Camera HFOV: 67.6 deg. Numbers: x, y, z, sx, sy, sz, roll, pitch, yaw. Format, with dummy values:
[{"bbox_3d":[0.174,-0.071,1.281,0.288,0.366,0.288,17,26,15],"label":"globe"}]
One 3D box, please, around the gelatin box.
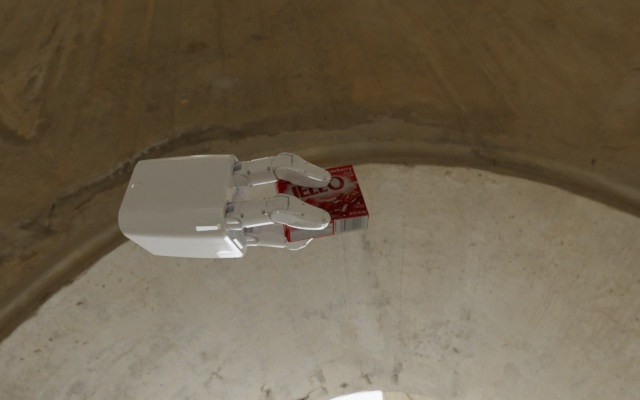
[{"bbox_3d":[0.000,0.002,0.513,0.089,0.073,0.030,-9,-39,-8],"label":"gelatin box"}]
